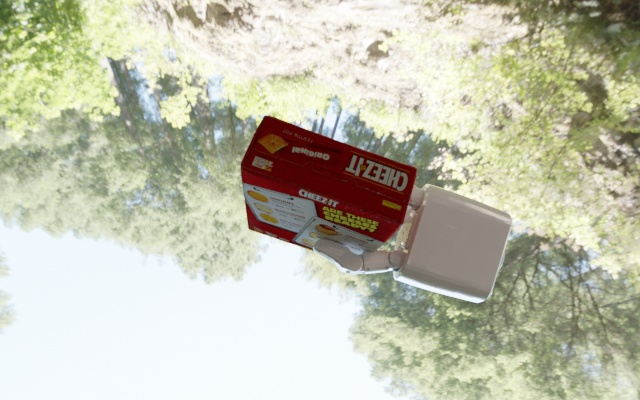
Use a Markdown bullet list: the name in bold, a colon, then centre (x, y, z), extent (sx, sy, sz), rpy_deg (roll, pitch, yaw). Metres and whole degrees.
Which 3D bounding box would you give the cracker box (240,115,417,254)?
- **cracker box**: centre (0.000, 0.002, 0.553), extent (0.164, 0.072, 0.214), rpy_deg (19, -20, 0)
